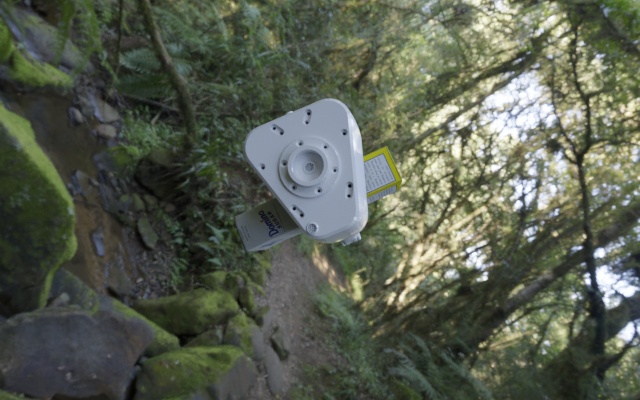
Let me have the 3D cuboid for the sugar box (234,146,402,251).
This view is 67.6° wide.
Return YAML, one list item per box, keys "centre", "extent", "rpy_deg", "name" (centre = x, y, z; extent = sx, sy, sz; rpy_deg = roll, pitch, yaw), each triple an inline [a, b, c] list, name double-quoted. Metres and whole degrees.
- centre: [0.000, 0.001, 0.526]
  extent: [0.176, 0.048, 0.093]
  rpy_deg: [-22, -7, 5]
  name: "sugar box"
